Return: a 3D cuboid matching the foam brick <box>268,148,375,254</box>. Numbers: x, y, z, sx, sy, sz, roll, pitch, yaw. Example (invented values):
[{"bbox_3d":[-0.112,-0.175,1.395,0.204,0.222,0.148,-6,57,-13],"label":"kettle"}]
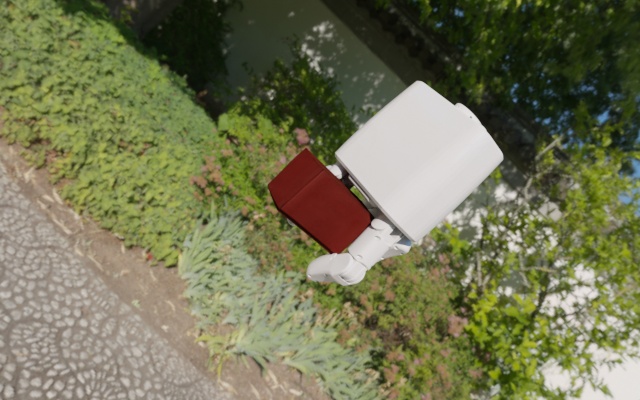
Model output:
[{"bbox_3d":[0.000,0.001,0.426,0.078,0.051,0.053,42,9,-32],"label":"foam brick"}]
